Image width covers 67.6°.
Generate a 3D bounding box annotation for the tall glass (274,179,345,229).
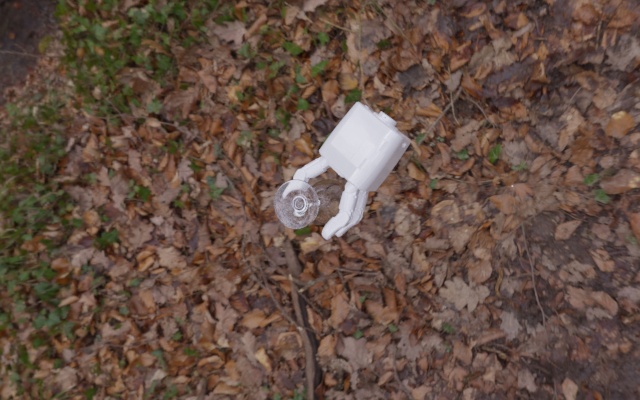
[{"bbox_3d":[0.000,0.003,0.805,0.079,0.079,0.201,0,1,22],"label":"tall glass"}]
